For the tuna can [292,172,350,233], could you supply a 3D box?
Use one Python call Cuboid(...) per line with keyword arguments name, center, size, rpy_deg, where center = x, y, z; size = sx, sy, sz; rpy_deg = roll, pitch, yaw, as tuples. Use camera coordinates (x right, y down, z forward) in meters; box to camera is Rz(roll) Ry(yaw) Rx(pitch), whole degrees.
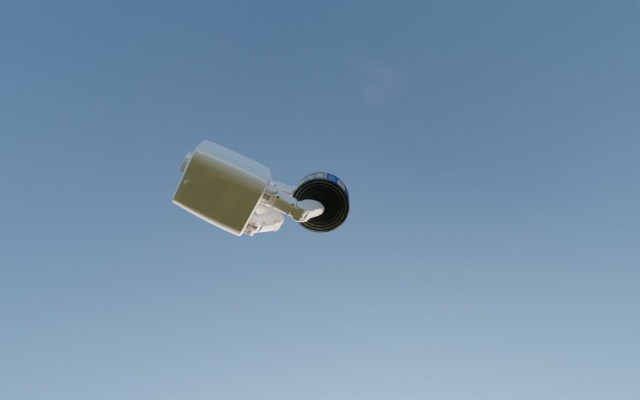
Cuboid(name="tuna can", center=(0.000, 0.002, 0.707), size=(0.086, 0.086, 0.033), rpy_deg=(0, 24, 4))
